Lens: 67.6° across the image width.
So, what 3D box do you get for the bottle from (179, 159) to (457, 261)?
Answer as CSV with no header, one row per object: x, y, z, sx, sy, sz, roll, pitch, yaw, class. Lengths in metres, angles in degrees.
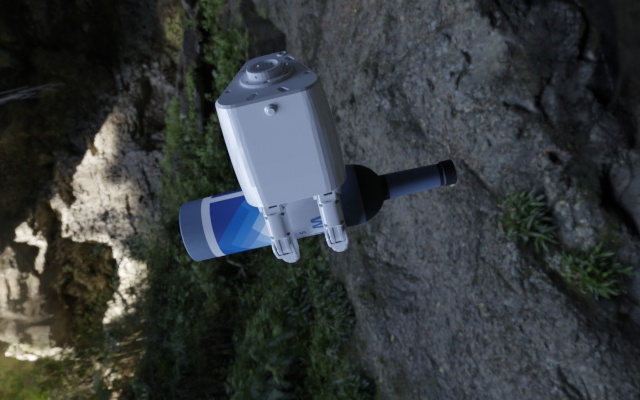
0.000,0.002,0.522,0.296,0.069,0.069,-13,-1,3,bottle
